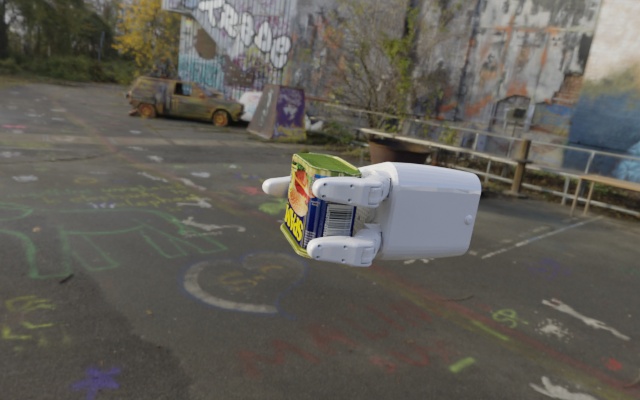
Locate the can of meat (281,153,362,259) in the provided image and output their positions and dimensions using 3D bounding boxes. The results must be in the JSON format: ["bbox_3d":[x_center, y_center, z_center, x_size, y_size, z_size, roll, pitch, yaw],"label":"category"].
[{"bbox_3d":[0.000,0.001,0.475,0.057,0.084,0.102,4,14,-18],"label":"can of meat"}]
